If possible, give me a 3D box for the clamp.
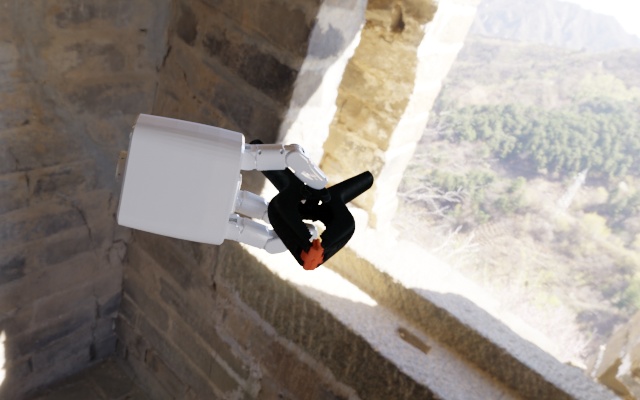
[{"bbox_3d":[0.000,0.001,0.530,0.164,0.036,0.209,10,31,-16],"label":"clamp"}]
